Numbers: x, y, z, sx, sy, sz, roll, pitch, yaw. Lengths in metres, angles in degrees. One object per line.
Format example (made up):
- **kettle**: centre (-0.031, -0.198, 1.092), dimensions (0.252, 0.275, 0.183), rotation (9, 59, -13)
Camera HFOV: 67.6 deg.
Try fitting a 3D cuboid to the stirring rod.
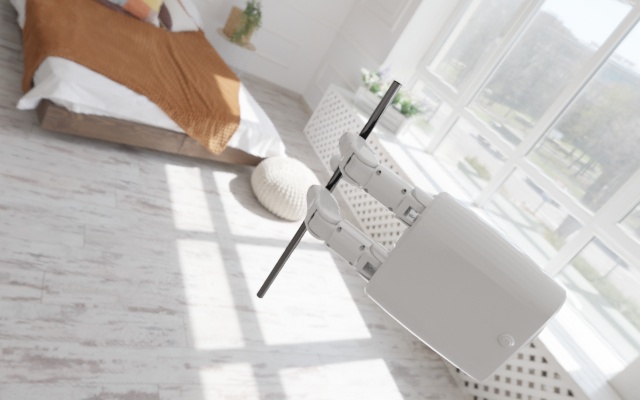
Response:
- **stirring rod**: centre (0.000, 0.001, 0.417), dimensions (0.011, 0.240, 0.011), rotation (27, 25, -14)
